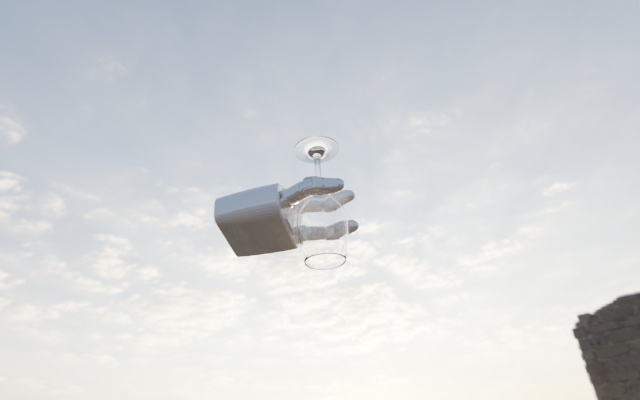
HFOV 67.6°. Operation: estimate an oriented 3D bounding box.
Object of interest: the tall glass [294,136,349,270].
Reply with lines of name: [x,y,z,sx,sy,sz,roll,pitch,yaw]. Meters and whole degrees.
tall glass: [0.000,0.002,0.734,0.079,0.201,0.079,-4,-30,-2]
